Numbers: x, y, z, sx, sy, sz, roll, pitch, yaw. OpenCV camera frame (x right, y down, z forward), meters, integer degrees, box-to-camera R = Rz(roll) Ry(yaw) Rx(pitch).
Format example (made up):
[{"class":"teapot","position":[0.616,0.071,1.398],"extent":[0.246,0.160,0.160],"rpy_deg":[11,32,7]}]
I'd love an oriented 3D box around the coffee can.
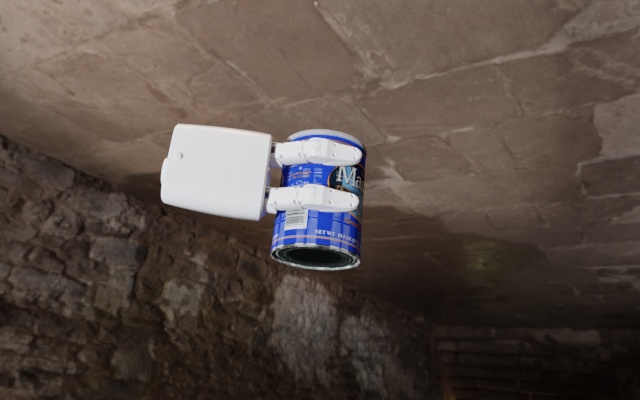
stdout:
[{"class":"coffee can","position":[0.000,0.002,0.565],"extent":[0.103,0.140,0.103],"rpy_deg":[5,-21,2]}]
